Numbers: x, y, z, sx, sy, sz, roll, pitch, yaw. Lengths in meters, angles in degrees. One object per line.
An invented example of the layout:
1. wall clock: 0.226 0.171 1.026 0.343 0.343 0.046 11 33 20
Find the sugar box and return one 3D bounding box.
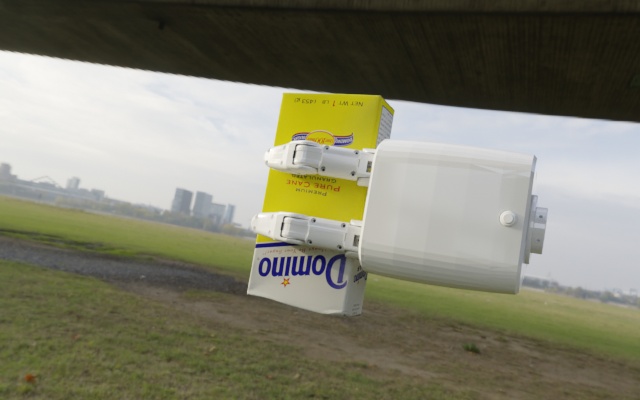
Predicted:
1. sugar box: 0.000 0.001 0.400 0.093 0.176 0.048 7 -6 26
